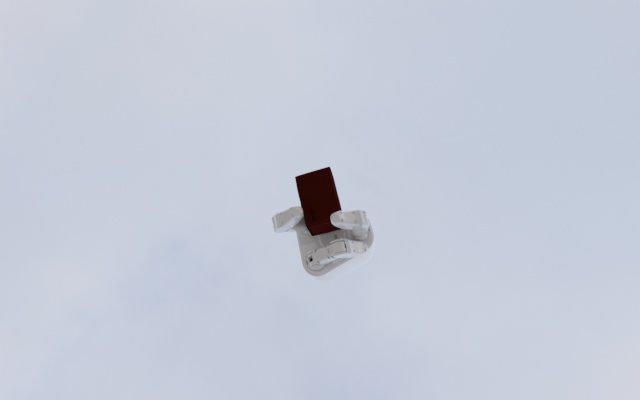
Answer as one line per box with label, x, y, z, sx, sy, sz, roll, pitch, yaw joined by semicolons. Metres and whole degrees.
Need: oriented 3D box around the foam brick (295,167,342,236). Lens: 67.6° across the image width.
foam brick;0.000;0.002;0.670;0.053;0.078;0.051;-14;-20;4
